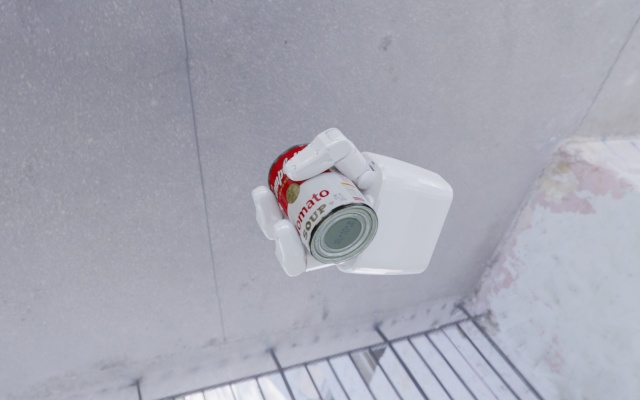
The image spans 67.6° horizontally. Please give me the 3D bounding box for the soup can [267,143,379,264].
[{"bbox_3d":[0.000,0.001,0.440,0.068,0.068,0.102,0,35,-31],"label":"soup can"}]
